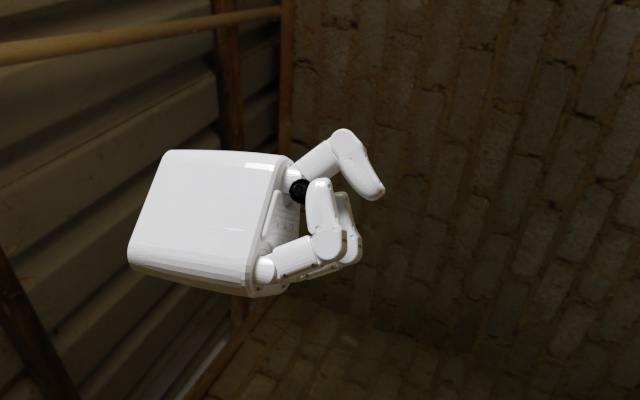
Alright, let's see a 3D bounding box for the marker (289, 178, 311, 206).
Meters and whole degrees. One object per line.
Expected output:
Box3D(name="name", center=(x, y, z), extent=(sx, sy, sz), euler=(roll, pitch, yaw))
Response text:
Box3D(name="marker", center=(0.000, 0.001, 0.403), extent=(0.020, 0.020, 0.121), euler=(0, -9, 16))
